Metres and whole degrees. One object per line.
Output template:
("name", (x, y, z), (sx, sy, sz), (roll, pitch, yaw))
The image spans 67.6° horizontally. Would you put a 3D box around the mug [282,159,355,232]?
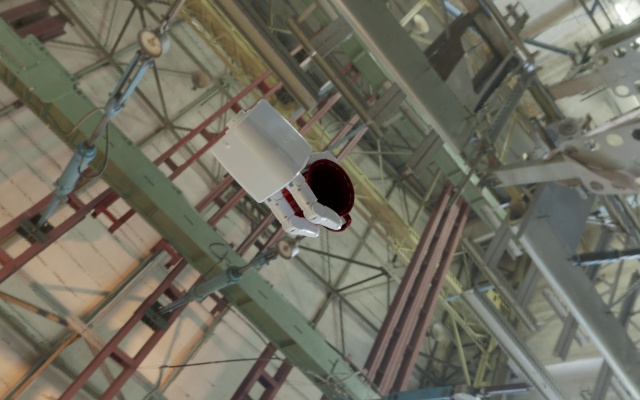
("mug", (0.001, 0.004, 0.746), (0.081, 0.117, 0.093), (-28, 19, 44))
